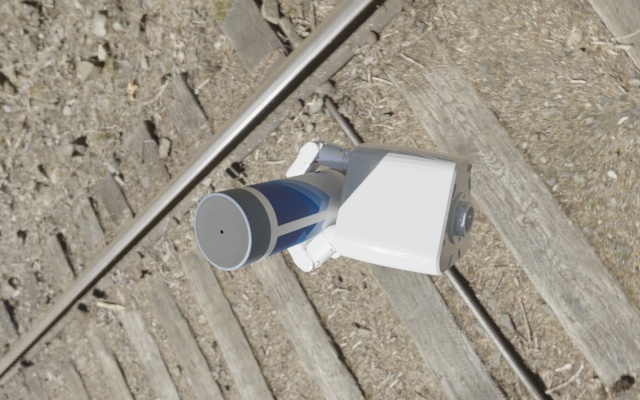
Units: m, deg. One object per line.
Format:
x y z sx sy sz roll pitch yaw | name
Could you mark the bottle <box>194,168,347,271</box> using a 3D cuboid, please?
0.000 0.002 0.513 0.069 0.069 0.295 0 10 34 | bottle
